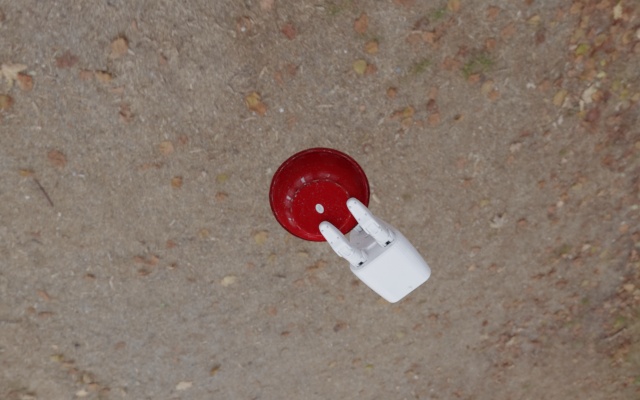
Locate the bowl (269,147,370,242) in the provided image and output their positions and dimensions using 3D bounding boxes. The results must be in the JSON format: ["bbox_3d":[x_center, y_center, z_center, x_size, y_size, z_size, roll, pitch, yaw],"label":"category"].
[{"bbox_3d":[-0.001,0.002,0.737,0.162,0.162,0.055,0,21,-3],"label":"bowl"}]
